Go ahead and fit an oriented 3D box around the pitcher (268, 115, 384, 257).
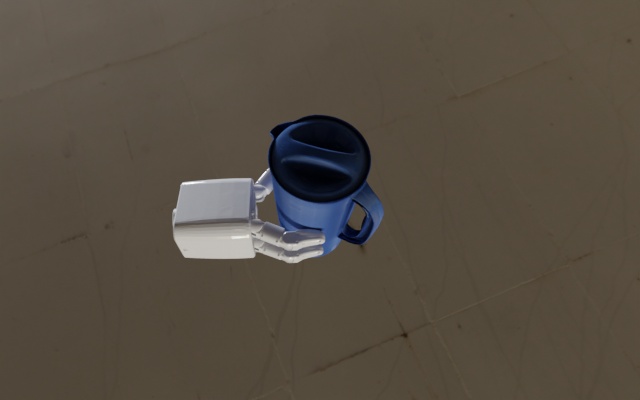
[{"bbox_3d":[0.000,0.002,0.708,0.145,0.149,0.243,-4,-27,-5],"label":"pitcher"}]
